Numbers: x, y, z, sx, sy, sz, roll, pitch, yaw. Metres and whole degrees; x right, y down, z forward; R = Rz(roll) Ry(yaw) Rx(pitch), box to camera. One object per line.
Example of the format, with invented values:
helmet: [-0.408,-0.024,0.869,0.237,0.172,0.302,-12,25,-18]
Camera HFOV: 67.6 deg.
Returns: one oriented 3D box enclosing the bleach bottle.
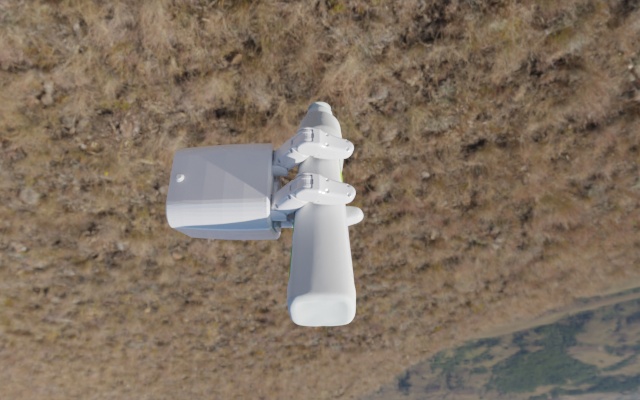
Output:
bleach bottle: [0.000,0.002,0.528,0.068,0.250,0.103,-1,-30,1]
